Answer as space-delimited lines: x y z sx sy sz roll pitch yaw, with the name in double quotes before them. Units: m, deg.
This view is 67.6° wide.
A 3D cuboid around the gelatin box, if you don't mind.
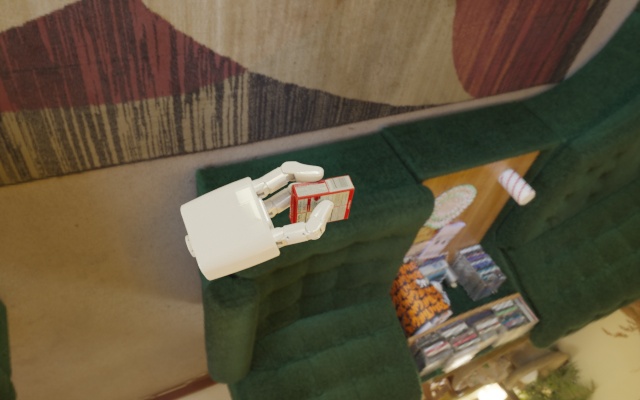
"gelatin box" 0.001 0.003 0.702 0.089 0.030 0.073 -10 -37 -14
